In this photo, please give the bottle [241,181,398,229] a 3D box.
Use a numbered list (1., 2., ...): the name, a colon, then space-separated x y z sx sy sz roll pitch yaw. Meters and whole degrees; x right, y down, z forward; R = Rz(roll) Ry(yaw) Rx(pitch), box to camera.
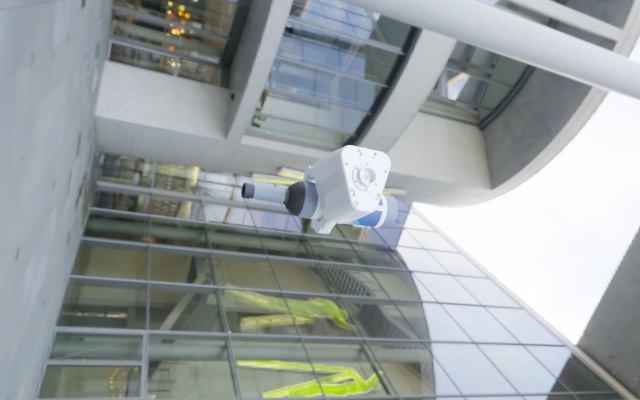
1. bottle: 0.000 0.003 0.886 0.296 0.069 0.069 9 -3 -22
